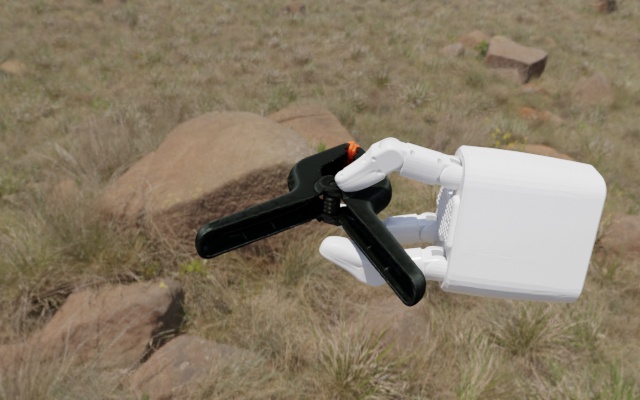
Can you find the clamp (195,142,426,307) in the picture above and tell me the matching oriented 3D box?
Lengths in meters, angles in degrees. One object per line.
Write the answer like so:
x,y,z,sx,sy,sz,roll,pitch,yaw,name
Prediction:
0.000,0.000,0.405,0.164,0.036,0.209,9,31,2,clamp
